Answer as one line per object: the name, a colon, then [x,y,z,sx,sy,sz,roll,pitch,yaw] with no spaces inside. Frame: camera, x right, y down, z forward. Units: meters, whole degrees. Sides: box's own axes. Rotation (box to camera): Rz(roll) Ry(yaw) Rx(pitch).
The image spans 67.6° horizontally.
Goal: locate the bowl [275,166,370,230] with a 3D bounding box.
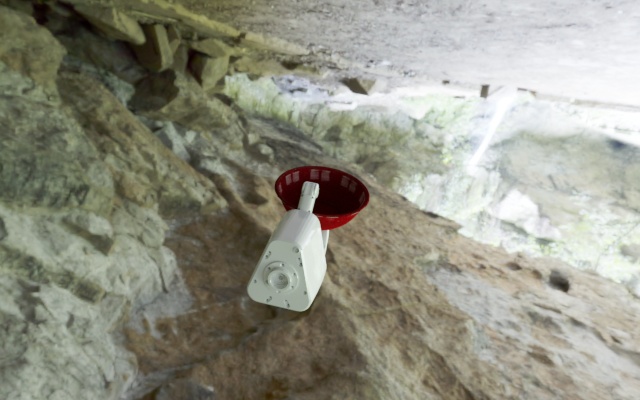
bowl: [0.001,0.002,0.820,0.162,0.055,0.162,6,33,-4]
